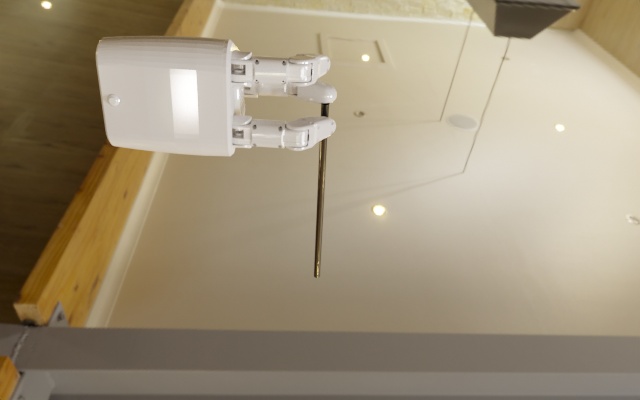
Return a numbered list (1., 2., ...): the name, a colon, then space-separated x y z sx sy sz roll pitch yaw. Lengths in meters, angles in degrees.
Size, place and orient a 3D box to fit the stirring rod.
1. stirring rod: 0.000 0.002 0.522 0.011 0.240 0.011 2 40 -1
